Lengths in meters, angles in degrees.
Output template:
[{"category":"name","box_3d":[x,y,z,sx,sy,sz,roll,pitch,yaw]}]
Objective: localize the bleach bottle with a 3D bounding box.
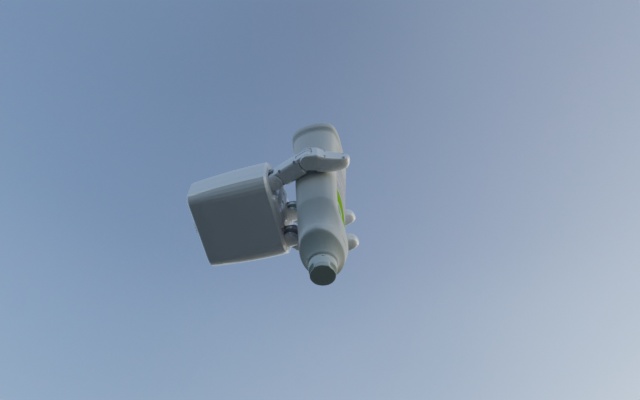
[{"category":"bleach bottle","box_3d":[0.000,0.002,0.595,0.068,0.103,0.250,-13,33,8]}]
